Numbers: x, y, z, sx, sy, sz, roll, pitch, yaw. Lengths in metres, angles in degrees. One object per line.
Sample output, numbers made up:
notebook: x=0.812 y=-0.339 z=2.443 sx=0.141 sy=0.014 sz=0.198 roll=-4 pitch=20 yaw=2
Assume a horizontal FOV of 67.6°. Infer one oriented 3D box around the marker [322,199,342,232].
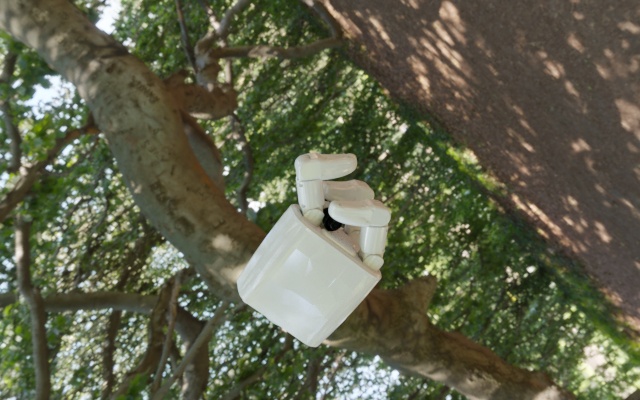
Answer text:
marker: x=0.000 y=0.002 z=0.517 sx=0.020 sy=0.020 sz=0.121 roll=0 pitch=22 yaw=-15
